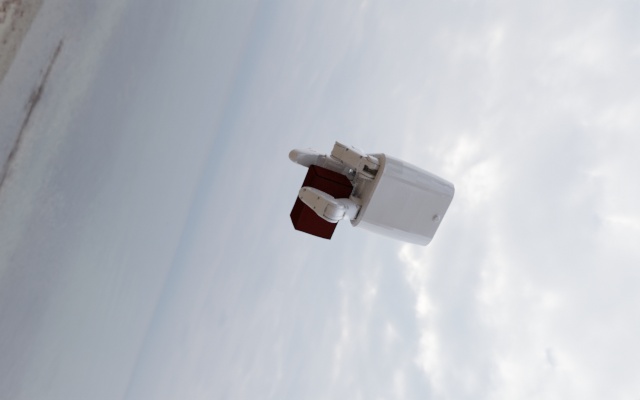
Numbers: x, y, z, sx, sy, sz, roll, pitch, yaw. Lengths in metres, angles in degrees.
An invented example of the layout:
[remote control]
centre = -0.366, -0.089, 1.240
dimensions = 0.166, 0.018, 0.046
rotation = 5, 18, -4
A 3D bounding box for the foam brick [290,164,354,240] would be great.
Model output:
[foam brick]
centre = 0.000, 0.002, 0.610
dimensions = 0.051, 0.078, 0.053
rotation = 18, 17, -17
